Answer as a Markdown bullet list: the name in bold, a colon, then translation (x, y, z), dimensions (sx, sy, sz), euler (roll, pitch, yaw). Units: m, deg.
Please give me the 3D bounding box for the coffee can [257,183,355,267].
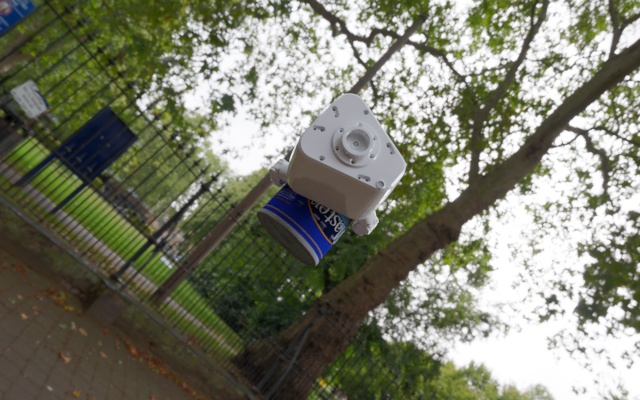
- **coffee can**: translation (0.000, 0.002, 0.635), dimensions (0.103, 0.140, 0.103), euler (38, -18, 15)
